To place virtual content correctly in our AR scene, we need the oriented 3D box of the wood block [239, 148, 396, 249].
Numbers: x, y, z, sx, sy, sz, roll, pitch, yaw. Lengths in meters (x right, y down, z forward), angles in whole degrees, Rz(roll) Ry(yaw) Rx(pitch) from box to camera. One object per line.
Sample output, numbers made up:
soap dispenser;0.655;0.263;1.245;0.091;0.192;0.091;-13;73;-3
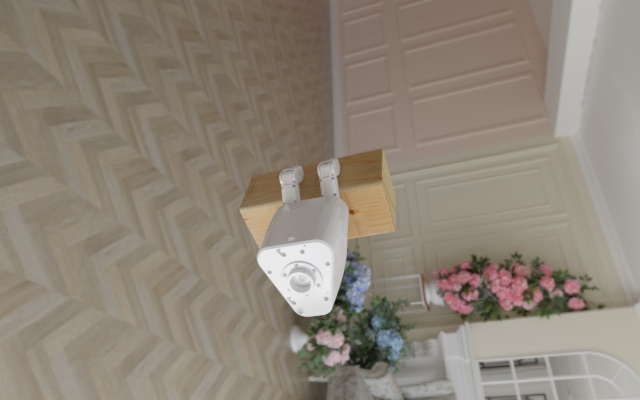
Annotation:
wood block;0.000;0.003;0.703;0.206;0.091;0.090;-10;36;16
